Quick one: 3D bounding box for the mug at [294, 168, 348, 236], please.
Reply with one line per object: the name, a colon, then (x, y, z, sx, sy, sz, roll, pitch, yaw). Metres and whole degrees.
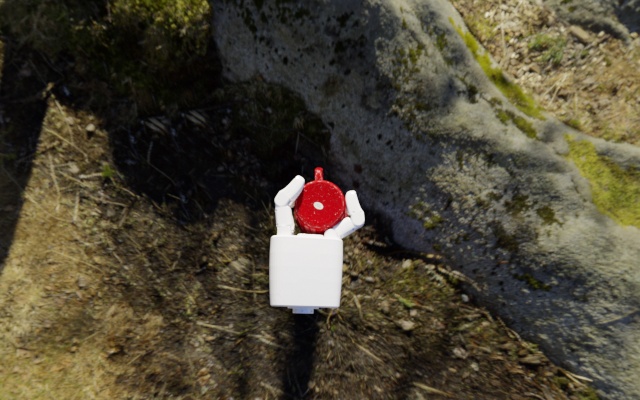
mug: (0.000, 0.001, 0.793, 0.093, 0.117, 0.081, 0, -12, 2)
